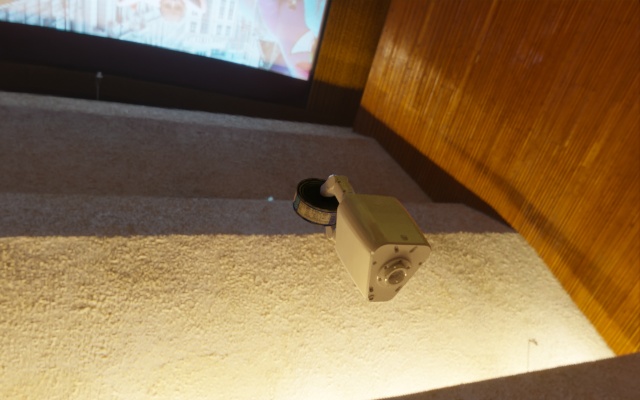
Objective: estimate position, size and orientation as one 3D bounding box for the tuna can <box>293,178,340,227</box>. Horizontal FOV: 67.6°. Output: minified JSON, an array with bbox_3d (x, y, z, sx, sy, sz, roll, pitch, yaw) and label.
[{"bbox_3d":[0.000,0.003,0.754,0.086,0.034,0.086,13,33,-9],"label":"tuna can"}]
